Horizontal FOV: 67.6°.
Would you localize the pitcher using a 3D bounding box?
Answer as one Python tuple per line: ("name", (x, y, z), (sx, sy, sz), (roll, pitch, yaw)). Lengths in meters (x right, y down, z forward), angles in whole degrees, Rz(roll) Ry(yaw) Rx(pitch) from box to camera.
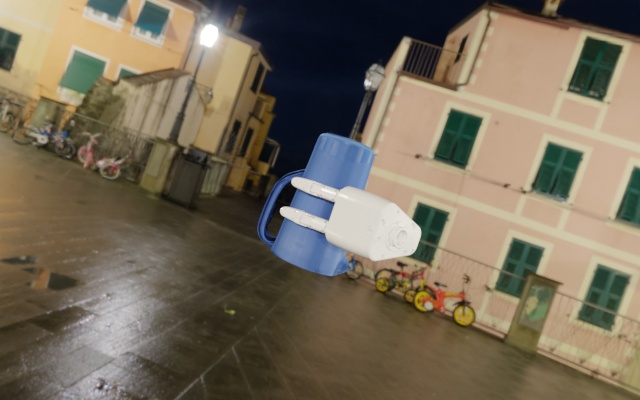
("pitcher", (0.000, 0.003, 0.872), (0.149, 0.243, 0.145), (18, 2, -38))
